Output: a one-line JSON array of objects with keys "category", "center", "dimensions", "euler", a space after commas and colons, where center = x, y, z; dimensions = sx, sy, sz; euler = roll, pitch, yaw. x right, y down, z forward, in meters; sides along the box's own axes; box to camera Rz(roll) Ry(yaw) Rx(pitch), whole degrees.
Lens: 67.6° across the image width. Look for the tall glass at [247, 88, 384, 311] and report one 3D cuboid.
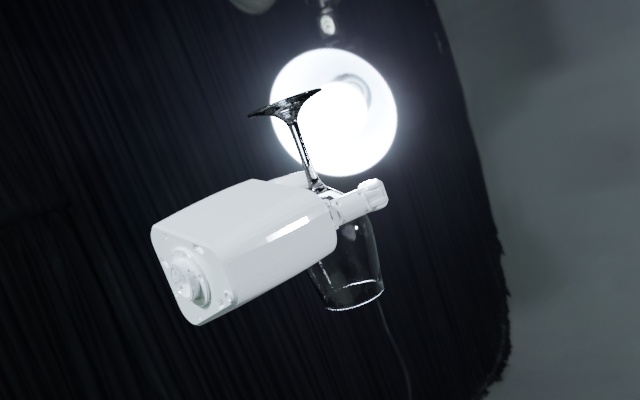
[{"category": "tall glass", "center": [0.000, 0.001, 0.457], "dimensions": [0.079, 0.201, 0.079], "euler": [-20, 8, 3]}]
